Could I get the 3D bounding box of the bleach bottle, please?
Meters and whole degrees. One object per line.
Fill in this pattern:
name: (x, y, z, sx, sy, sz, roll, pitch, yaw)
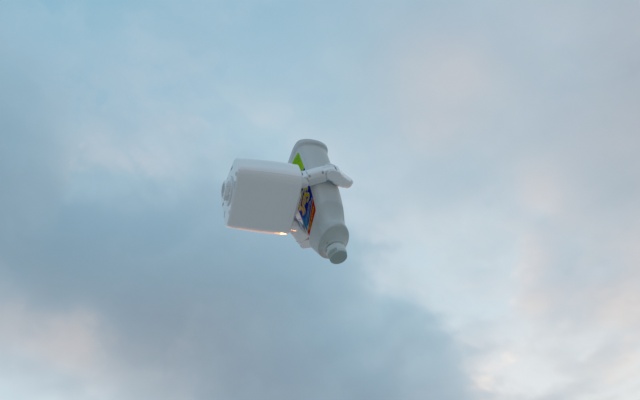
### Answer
bleach bottle: (0.000, 0.003, 0.809, 0.068, 0.103, 0.250, 8, 35, -23)
